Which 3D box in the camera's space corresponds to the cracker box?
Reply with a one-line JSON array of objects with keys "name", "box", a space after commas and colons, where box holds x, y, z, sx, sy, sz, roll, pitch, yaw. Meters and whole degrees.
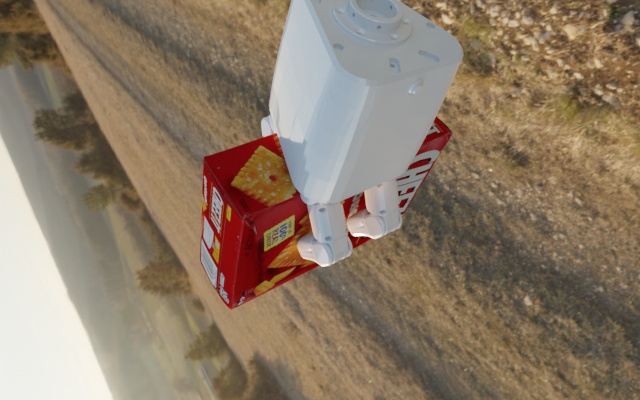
[{"name": "cracker box", "box": [0.000, 0.001, 0.444, 0.213, 0.072, 0.164, -22, -27, -28]}]
